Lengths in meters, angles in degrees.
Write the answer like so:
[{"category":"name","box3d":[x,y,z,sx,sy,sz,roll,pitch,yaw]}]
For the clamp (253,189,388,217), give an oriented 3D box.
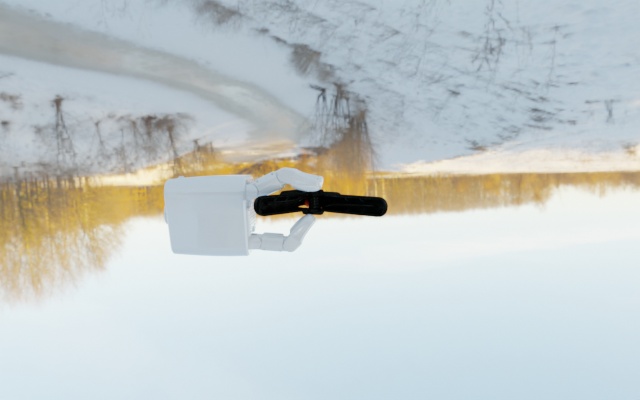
[{"category":"clamp","box3d":[0.000,0.003,0.668,0.164,0.036,0.210,2,3,-1]}]
